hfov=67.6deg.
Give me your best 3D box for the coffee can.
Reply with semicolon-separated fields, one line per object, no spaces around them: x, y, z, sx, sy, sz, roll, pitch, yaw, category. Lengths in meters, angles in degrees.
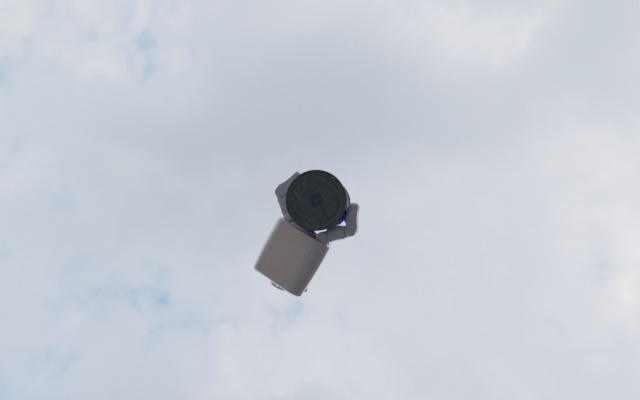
0.000;0.003;0.860;0.103;0.103;0.140;0;-3;7;coffee can
